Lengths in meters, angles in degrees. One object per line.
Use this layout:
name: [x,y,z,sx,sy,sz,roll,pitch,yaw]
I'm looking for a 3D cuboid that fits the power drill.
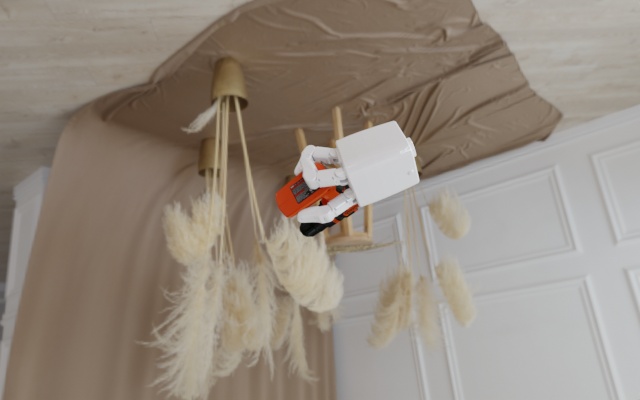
power drill: [0.000,0.003,0.869,0.184,0.057,0.188,-38,-22,18]
